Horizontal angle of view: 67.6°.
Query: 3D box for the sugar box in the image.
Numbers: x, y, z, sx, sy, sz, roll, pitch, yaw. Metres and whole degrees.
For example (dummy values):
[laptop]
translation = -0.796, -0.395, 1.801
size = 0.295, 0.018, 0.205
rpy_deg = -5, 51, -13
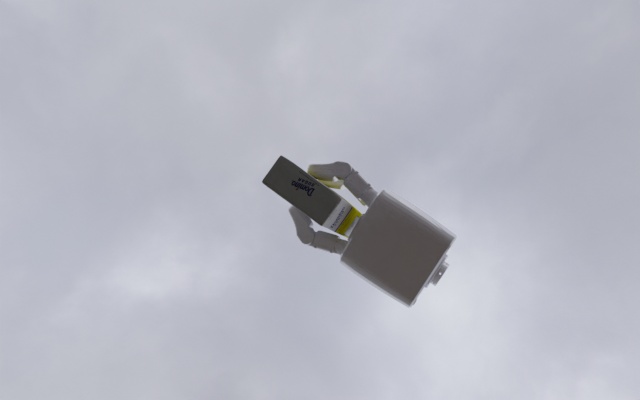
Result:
[sugar box]
translation = 0.001, 0.002, 0.615
size = 0.093, 0.048, 0.176
rpy_deg = 36, -2, 17
